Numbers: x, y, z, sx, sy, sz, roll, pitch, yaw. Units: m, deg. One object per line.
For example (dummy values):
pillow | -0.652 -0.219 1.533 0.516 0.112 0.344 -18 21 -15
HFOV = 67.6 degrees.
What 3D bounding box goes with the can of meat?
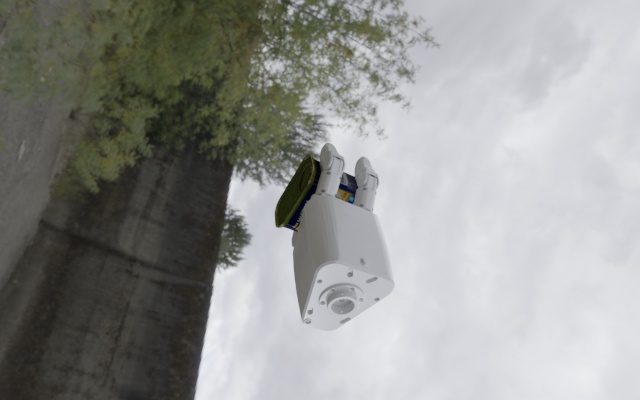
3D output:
can of meat | 0.000 0.002 0.625 0.084 0.102 0.057 22 29 -22
